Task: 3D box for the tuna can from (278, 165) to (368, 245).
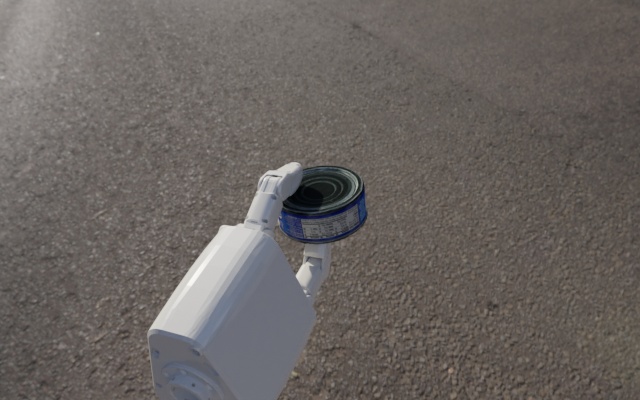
[{"bbox_3d":[0.000,0.001,0.445,0.086,0.034,0.086,-6,33,4],"label":"tuna can"}]
